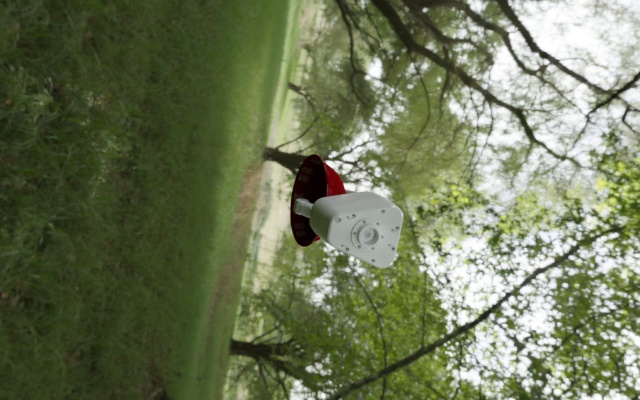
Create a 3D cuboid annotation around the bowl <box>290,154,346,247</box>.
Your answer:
[{"bbox_3d":[0.000,0.002,0.838,0.055,0.162,0.162,7,-3,-24],"label":"bowl"}]
